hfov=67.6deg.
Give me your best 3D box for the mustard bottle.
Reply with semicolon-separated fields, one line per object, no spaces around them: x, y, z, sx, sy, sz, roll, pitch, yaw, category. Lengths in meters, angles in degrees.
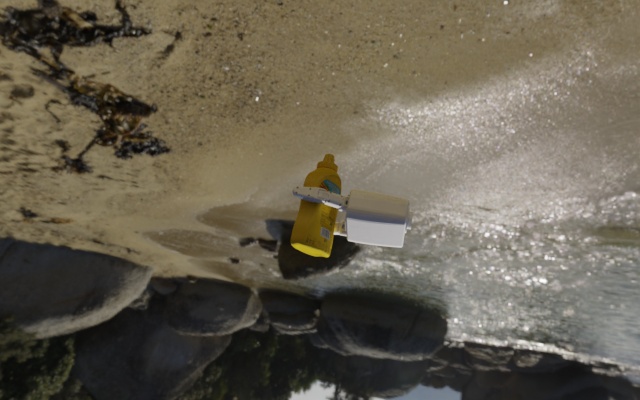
0.000;0.003;0.890;0.058;0.191;0.096;1;-20;34;mustard bottle
